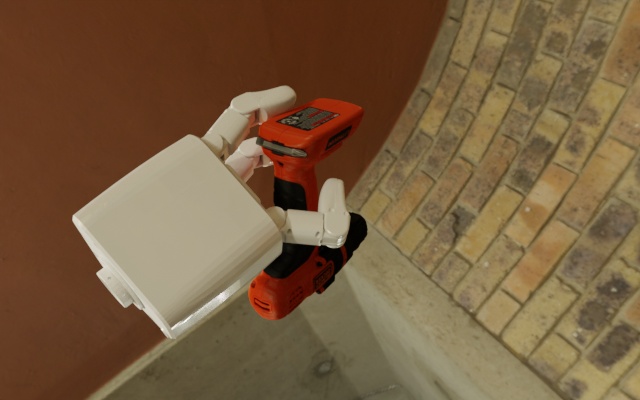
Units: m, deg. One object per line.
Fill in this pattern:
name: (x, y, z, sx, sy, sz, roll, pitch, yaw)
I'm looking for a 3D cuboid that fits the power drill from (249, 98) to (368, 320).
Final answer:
power drill: (0.000, 0.001, 0.467, 0.057, 0.188, 0.184, 17, 32, 27)
